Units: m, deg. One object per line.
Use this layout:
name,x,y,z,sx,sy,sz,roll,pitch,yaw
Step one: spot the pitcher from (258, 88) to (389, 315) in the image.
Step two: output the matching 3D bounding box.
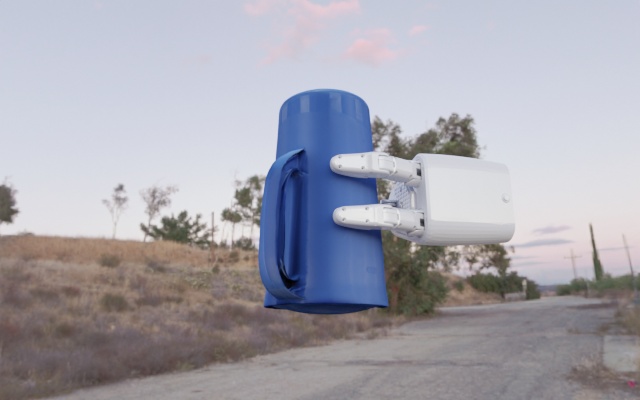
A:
pitcher,0.000,0.002,0.530,0.145,0.242,0.149,2,-15,-12
